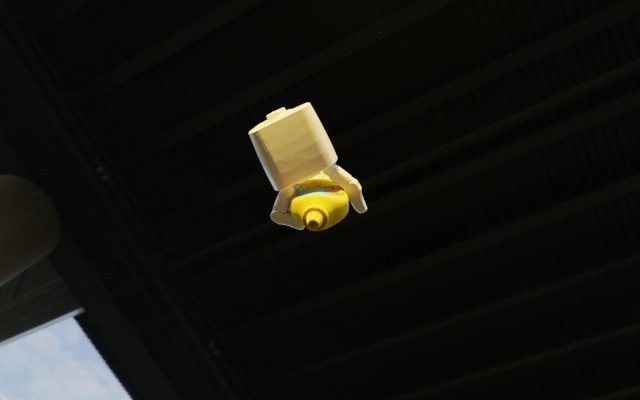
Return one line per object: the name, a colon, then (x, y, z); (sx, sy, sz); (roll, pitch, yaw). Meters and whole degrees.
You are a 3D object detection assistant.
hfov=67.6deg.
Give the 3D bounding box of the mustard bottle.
mustard bottle: (0.000, 0.003, 0.797); (0.096, 0.058, 0.191); (2, 20, 6)
